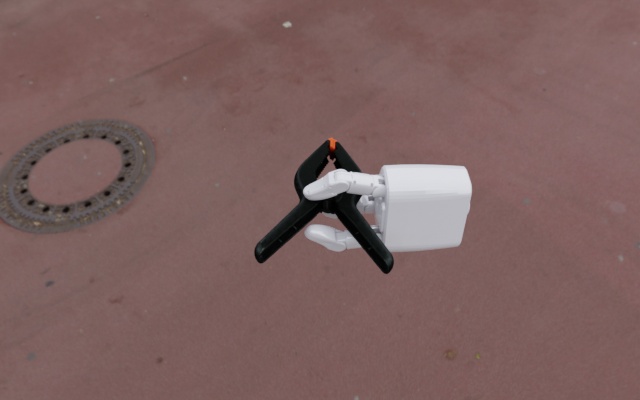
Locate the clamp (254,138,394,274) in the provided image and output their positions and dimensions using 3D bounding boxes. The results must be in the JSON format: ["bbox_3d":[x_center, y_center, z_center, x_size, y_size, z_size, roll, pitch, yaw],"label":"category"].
[{"bbox_3d":[0.000,0.001,0.616,0.164,0.209,0.036,0,-38,-5],"label":"clamp"}]
